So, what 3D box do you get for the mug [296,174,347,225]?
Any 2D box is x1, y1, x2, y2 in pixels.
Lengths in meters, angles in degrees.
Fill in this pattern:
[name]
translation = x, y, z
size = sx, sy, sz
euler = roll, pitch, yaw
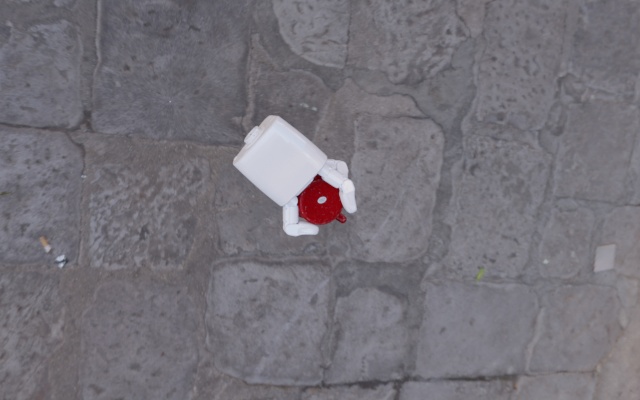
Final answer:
[mug]
translation = 0.001, 0.004, 0.838
size = 0.117, 0.093, 0.081
euler = 42, -3, -20
